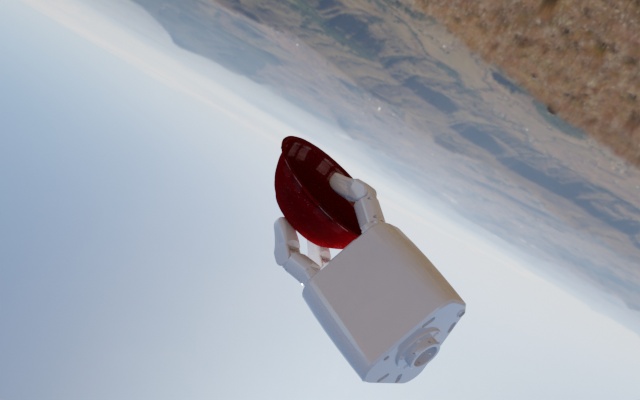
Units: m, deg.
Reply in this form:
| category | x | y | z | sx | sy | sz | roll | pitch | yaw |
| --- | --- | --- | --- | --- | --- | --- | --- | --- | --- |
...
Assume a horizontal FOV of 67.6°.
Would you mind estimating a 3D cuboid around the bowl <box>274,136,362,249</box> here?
| category | x | y | z | sx | sy | sz | roll | pitch | yaw |
| --- | --- | --- | --- | --- | --- | --- | --- | --- | --- |
| bowl | 0.000 | 0.001 | 0.551 | 0.055 | 0.162 | 0.162 | -43 | -18 | 20 |
